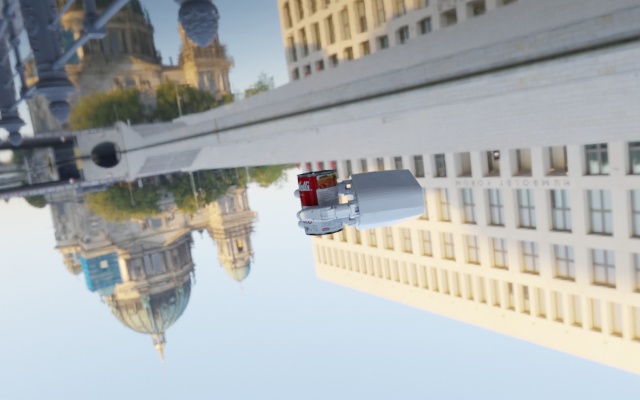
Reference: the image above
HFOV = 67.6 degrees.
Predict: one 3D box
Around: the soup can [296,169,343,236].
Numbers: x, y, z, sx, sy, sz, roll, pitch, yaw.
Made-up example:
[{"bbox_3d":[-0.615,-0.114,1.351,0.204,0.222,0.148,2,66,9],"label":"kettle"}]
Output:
[{"bbox_3d":[0.000,0.003,0.800,0.068,0.102,0.068,-7,7,1],"label":"soup can"}]
